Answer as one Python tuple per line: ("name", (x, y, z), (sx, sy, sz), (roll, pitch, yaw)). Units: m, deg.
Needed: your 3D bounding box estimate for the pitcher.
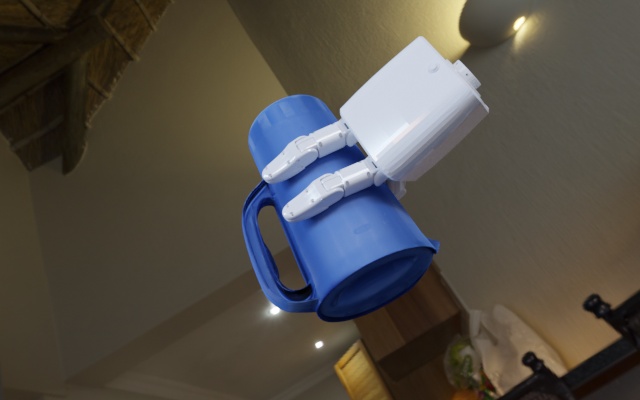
("pitcher", (0.000, 0.002, 0.521), (0.145, 0.242, 0.149), (-42, -33, 20))
